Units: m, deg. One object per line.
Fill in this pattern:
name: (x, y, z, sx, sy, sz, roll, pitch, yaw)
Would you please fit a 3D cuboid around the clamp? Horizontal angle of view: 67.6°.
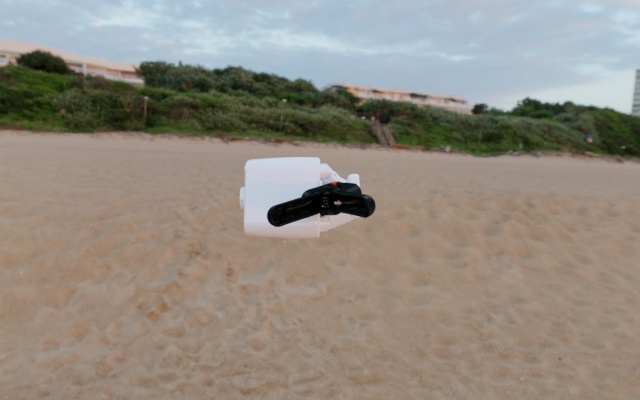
clamp: (0.000, 0.001, 0.590, 0.120, 0.039, 0.171, -2, 6, 1)
